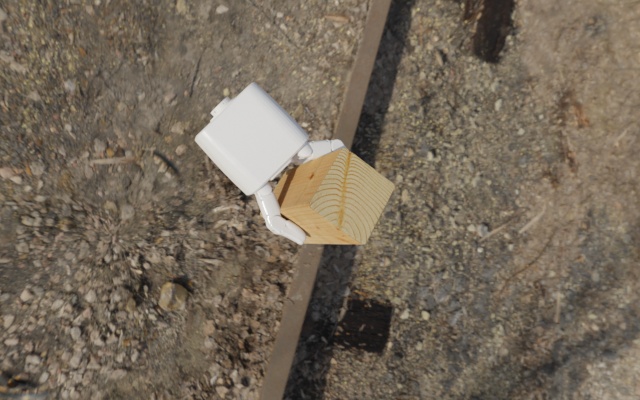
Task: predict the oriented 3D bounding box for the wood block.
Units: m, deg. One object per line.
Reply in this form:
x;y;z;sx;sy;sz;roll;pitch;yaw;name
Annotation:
0.000;0.002;0.675;0.090;0.090;0.206;35;-17;-17;wood block
